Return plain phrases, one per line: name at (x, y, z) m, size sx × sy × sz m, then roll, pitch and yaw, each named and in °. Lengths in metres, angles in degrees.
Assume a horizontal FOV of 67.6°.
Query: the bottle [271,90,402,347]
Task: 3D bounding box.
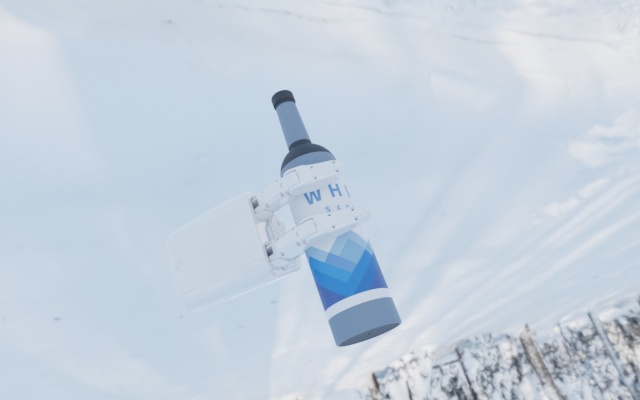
bottle at (0.000, 0.002, 0.513) m, size 0.069 × 0.295 × 0.069 m, roll -17°, pitch -24°, yaw -8°
